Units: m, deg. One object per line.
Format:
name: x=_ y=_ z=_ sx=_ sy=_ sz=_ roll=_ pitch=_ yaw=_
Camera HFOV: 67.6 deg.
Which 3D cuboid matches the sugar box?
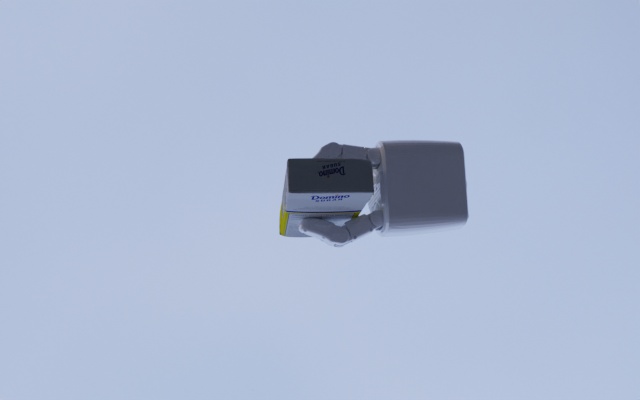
sugar box: x=0.000 y=0.001 z=0.577 sx=0.093 sy=0.048 sz=0.176 roll=0 pitch=-21 yaw=-8
